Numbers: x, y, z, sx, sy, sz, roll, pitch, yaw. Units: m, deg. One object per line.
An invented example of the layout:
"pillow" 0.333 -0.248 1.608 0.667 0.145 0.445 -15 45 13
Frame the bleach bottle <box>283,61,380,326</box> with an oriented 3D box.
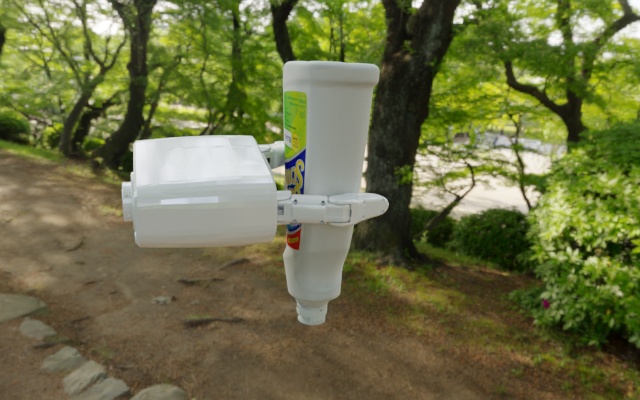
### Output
"bleach bottle" 0.000 0.001 0.447 0.068 0.251 0.102 -3 16 -21
